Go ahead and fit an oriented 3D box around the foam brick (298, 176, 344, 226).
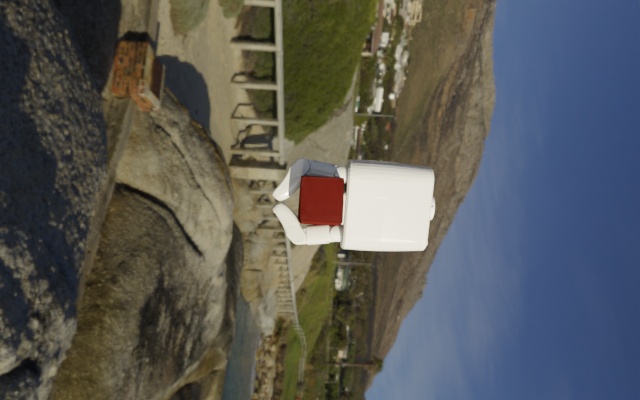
[{"bbox_3d":[0.000,0.002,0.575,0.051,0.053,0.078,4,-5,-1],"label":"foam brick"}]
